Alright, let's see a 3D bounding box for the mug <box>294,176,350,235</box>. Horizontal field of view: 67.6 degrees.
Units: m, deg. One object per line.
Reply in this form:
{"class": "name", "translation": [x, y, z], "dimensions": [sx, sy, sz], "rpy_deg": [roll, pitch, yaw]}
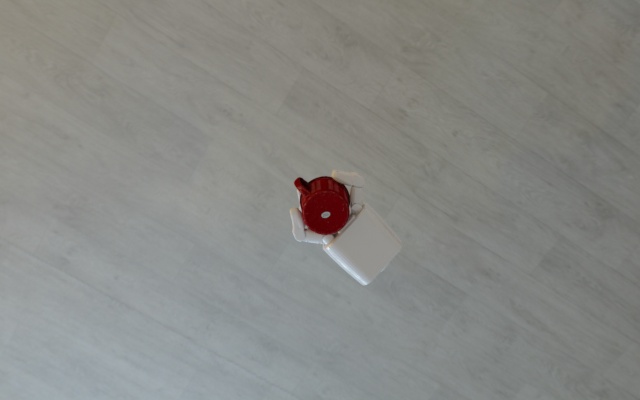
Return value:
{"class": "mug", "translation": [-0.001, 0.002, 0.835], "dimensions": [0.093, 0.117, 0.081], "rpy_deg": [-43, 11, 10]}
